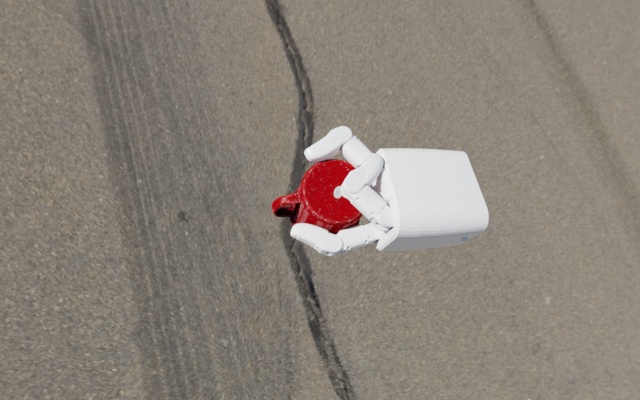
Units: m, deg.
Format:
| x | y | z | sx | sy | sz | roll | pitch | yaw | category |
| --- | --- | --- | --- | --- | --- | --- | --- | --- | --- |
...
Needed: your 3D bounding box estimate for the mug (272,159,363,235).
| x | y | z | sx | sy | sz | roll | pitch | yaw | category |
| --- | --- | --- | --- | --- | --- | --- | --- | --- | --- |
| -0.001 | 0.002 | 0.573 | 0.117 | 0.093 | 0.081 | -2 | -19 | -10 | mug |
